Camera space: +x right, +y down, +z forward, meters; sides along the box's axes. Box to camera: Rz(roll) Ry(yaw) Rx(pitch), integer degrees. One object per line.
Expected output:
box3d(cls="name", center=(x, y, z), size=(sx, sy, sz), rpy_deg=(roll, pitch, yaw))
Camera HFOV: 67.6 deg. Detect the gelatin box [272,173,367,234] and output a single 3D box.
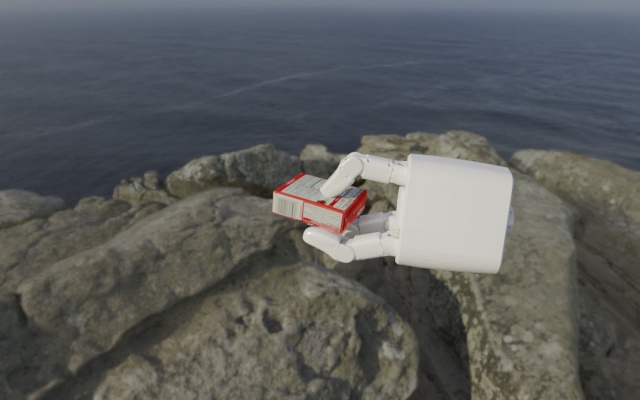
box3d(cls="gelatin box", center=(0.000, 0.001, 0.546), size=(0.089, 0.030, 0.073), rpy_deg=(16, 26, 18))
